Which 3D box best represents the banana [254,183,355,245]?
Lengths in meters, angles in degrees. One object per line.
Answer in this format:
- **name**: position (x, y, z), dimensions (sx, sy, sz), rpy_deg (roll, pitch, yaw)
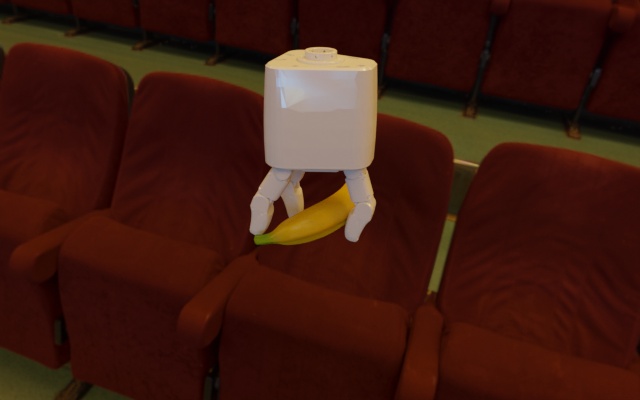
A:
- **banana**: position (0.012, 0.007, 0.582), dimensions (0.069, 0.037, 0.197), rpy_deg (17, 32, 38)
